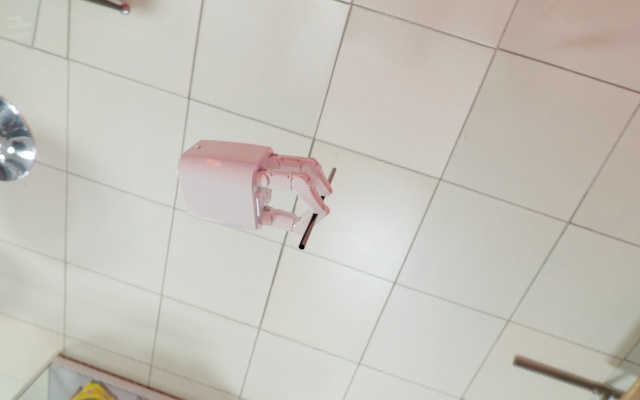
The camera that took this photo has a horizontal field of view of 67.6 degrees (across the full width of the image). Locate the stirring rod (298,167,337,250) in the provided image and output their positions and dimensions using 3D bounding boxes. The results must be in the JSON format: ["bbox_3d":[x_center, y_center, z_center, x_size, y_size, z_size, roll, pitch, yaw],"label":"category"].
[{"bbox_3d":[0.000,0.002,0.654,0.011,0.011,0.239,0,25,12],"label":"stirring rod"}]
